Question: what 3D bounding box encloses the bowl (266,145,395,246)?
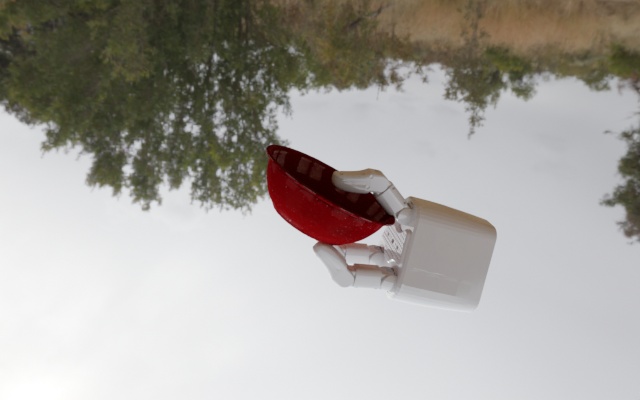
[{"bbox_3d":[-0.001,0.001,0.529,0.162,0.055,0.162,29,15,-8],"label":"bowl"}]
